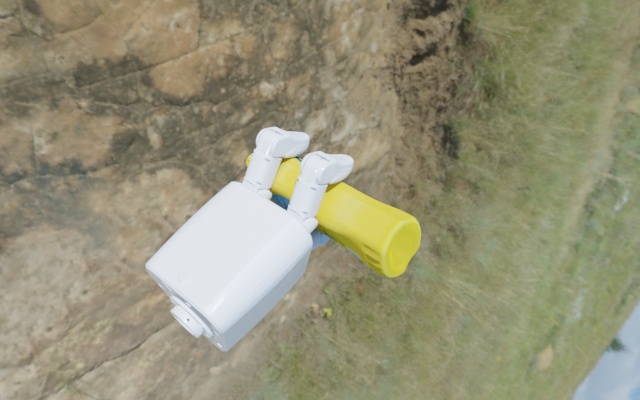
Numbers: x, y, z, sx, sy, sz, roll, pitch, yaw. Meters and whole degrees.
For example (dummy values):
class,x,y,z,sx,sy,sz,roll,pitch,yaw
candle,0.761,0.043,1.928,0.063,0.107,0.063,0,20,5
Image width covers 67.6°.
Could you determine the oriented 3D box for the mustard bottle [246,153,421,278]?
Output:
class,x,y,z,sx,sy,sz,roll,pitch,yaw
mustard bottle,0.000,0.001,0.461,0.191,0.058,0.096,30,-5,27
